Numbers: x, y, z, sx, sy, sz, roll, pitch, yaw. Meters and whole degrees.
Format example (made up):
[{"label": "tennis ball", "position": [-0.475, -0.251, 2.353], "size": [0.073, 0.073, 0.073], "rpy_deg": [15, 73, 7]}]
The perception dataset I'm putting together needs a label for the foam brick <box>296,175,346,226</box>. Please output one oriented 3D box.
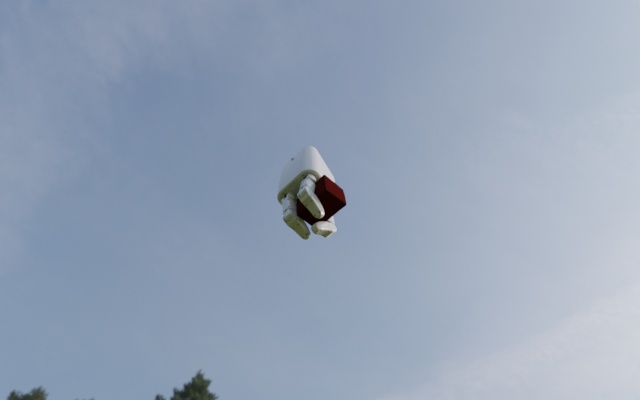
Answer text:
[{"label": "foam brick", "position": [0.000, 0.003, 0.864], "size": [0.053, 0.078, 0.051], "rpy_deg": [38, 25, -25]}]
